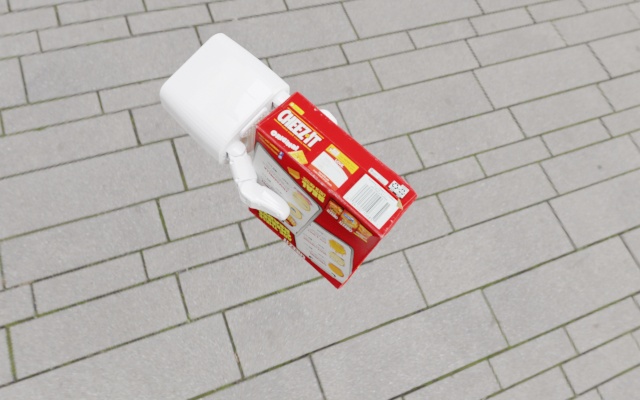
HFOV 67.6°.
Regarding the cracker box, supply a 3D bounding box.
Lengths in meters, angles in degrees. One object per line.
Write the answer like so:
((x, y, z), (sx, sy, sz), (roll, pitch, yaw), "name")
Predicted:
((0.000, 0.002, 0.550), (0.164, 0.072, 0.214), (41, -23, 9), "cracker box")
